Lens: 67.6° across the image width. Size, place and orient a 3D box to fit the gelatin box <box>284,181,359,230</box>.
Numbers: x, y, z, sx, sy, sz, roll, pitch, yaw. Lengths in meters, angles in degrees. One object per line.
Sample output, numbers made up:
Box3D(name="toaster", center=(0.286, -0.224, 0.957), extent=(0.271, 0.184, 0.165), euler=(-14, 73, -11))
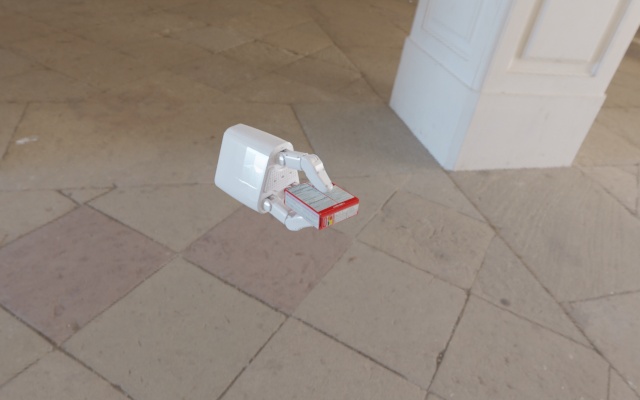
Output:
Box3D(name="gelatin box", center=(0.000, 0.002, 0.696), extent=(0.073, 0.030, 0.089), euler=(-21, 37, -34))
